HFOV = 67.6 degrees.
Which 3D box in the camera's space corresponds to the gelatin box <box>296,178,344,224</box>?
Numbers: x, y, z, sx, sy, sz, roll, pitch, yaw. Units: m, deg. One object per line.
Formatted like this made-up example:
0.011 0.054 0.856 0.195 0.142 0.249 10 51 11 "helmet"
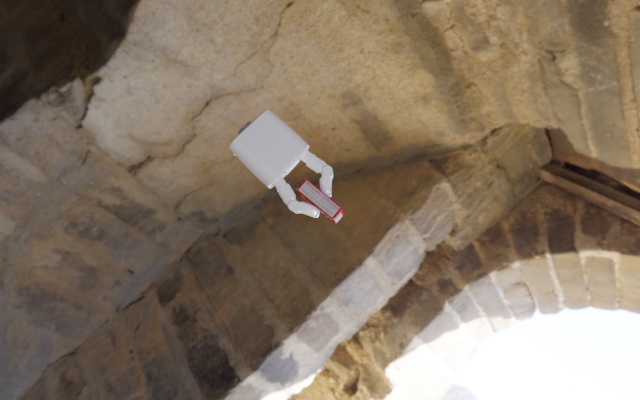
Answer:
0.001 0.003 0.890 0.089 0.030 0.073 38 -4 11 "gelatin box"
